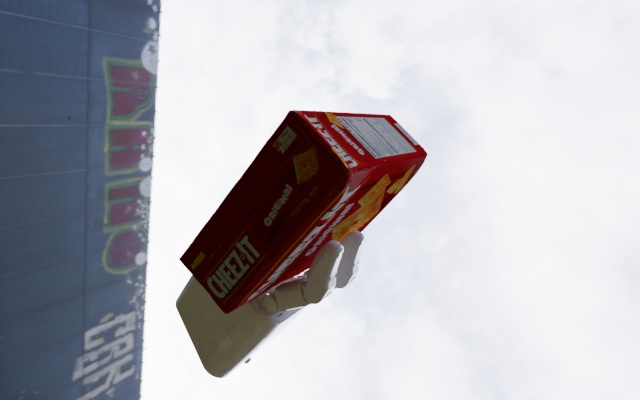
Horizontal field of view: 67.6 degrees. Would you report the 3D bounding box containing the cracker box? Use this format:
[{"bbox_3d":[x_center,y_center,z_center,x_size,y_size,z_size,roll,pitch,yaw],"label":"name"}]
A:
[{"bbox_3d":[0.000,0.001,0.444,0.164,0.072,0.213,-49,-14,24],"label":"cracker box"}]
